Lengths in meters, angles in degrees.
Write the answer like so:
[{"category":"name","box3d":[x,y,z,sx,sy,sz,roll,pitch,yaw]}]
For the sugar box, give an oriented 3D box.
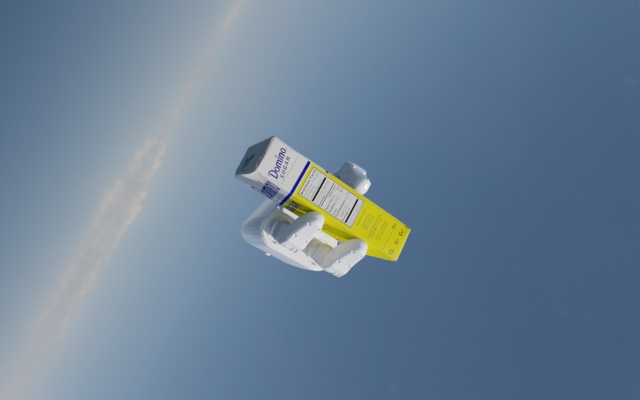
[{"category":"sugar box","box3d":[0.000,0.002,0.504,0.176,0.048,0.093,30,-12,-19]}]
